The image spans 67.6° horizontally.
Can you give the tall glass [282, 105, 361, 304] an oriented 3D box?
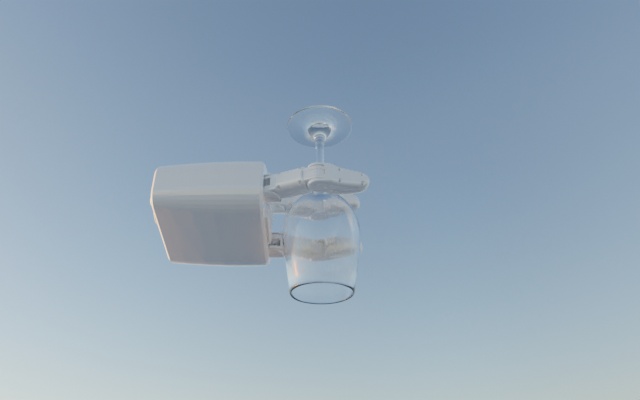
[{"bbox_3d":[0.000,0.001,0.496,0.079,0.201,0.079,-1,-31,-1],"label":"tall glass"}]
